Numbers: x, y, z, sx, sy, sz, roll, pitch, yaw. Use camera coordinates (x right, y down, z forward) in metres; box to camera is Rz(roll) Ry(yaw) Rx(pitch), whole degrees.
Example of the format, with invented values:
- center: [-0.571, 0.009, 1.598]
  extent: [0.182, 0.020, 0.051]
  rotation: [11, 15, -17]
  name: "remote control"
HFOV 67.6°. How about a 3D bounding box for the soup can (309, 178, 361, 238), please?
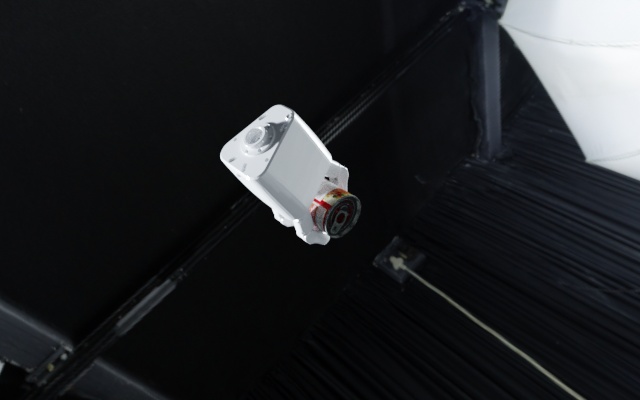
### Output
- center: [0.000, 0.002, 0.709]
  extent: [0.068, 0.068, 0.102]
  rotation: [0, 25, -46]
  name: "soup can"
